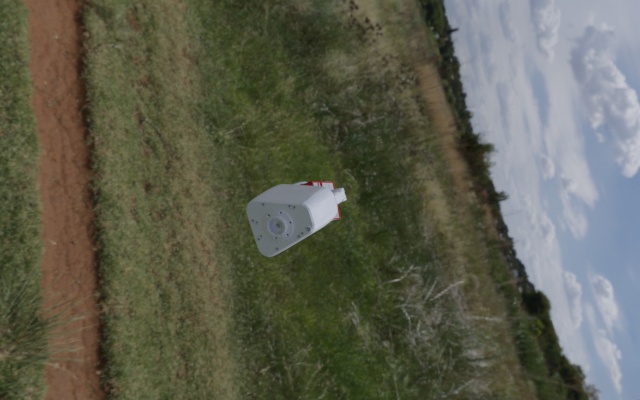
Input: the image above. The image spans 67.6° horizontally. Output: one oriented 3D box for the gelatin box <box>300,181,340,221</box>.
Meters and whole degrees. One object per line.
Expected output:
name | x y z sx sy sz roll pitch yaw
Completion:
gelatin box | 0.001 0.003 0.886 0.030 0.073 0.089 -14 -5 27
